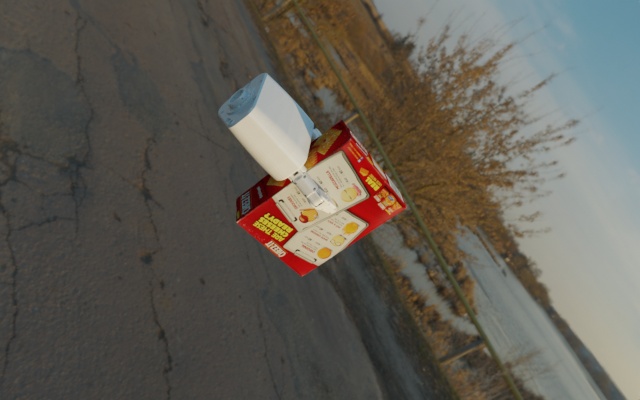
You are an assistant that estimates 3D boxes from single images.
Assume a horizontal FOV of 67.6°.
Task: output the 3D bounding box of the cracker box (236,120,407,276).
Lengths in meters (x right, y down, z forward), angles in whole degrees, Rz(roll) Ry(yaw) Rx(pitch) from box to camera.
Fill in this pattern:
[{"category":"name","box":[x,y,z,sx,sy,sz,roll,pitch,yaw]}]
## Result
[{"category":"cracker box","box":[0.000,0.002,0.752,0.214,0.164,0.072,-35,34,15]}]
